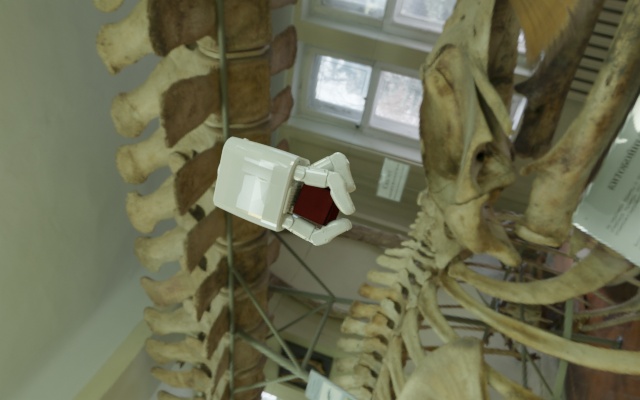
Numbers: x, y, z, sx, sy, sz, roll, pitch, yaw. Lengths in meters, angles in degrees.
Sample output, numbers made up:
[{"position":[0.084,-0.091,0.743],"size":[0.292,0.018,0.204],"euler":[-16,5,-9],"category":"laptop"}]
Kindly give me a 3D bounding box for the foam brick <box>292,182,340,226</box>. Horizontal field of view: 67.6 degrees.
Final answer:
[{"position":[0.000,0.002,0.695],"size":[0.051,0.053,0.078],"euler":[22,4,11],"category":"foam brick"}]
